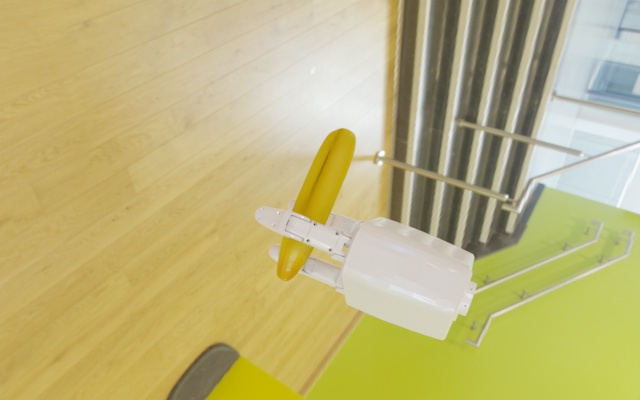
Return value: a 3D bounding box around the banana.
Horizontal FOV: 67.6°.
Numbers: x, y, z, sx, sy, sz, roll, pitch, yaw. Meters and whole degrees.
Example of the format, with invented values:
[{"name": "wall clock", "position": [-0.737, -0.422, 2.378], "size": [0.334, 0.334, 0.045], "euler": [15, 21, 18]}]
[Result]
[{"name": "banana", "position": [0.002, -0.011, 0.495], "size": [0.037, 0.197, 0.070], "euler": [19, -33, 8]}]
